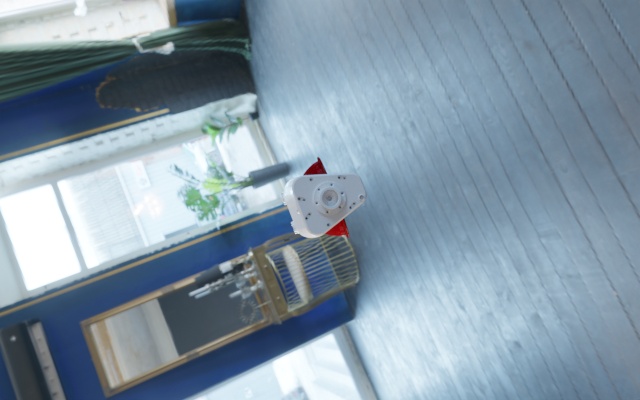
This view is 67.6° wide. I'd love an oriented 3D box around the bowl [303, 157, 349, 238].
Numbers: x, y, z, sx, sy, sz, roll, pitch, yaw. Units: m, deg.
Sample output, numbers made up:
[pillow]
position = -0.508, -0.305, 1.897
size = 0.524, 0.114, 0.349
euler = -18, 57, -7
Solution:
[bowl]
position = 0.000, 0.003, 0.891
size = 0.055, 0.162, 0.162
euler = -21, 0, -1
